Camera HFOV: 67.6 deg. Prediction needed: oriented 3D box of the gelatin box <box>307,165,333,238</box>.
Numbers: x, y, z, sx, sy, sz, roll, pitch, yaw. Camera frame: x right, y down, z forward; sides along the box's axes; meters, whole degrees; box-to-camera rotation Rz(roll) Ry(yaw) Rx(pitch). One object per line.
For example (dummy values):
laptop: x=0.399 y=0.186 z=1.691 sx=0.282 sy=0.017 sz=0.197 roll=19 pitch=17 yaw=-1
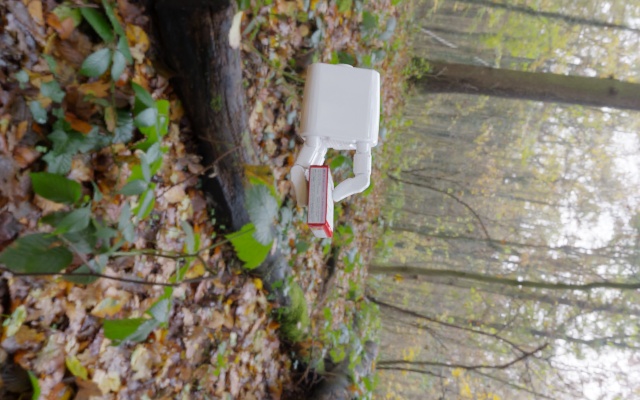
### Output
gelatin box: x=0.001 y=0.003 z=0.683 sx=0.030 sy=0.089 sz=0.073 roll=-1 pitch=-18 yaw=7
